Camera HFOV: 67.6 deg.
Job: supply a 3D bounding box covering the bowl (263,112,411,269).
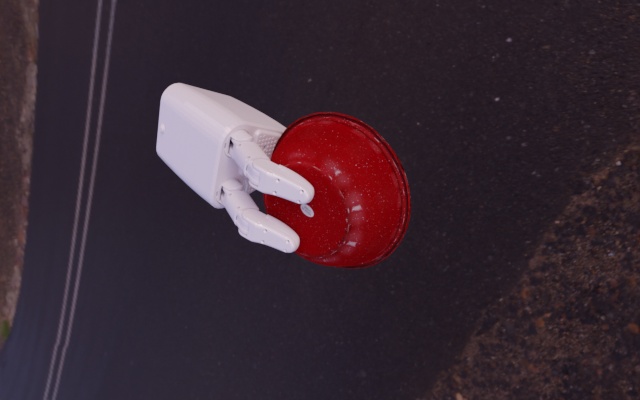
[{"bbox_3d":[0.001,0.002,0.450,0.162,0.162,0.055,0,19,34],"label":"bowl"}]
